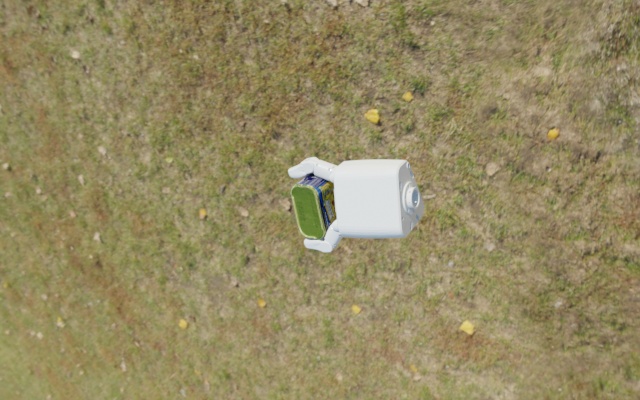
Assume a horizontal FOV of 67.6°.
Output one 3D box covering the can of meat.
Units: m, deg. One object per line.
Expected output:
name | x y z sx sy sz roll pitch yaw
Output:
can of meat | 0.000 0.003 0.787 0.057 0.102 0.084 4 28 32
